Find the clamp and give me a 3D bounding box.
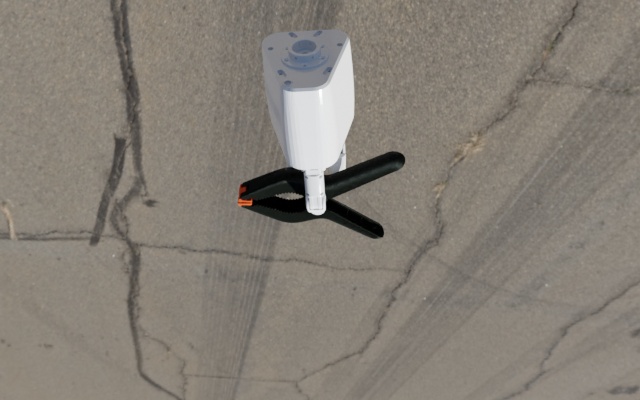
[{"bbox_3d":[0.000,0.003,0.627,0.210,0.036,0.165,-3,-40,2],"label":"clamp"}]
